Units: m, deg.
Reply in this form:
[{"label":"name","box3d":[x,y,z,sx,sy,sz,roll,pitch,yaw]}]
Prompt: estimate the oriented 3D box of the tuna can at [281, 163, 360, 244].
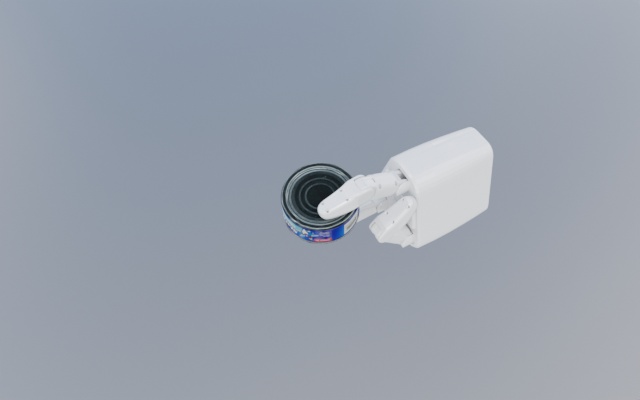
[{"label":"tuna can","box3d":[0.000,0.001,0.518,0.086,0.086,0.034,0,-30,2]}]
